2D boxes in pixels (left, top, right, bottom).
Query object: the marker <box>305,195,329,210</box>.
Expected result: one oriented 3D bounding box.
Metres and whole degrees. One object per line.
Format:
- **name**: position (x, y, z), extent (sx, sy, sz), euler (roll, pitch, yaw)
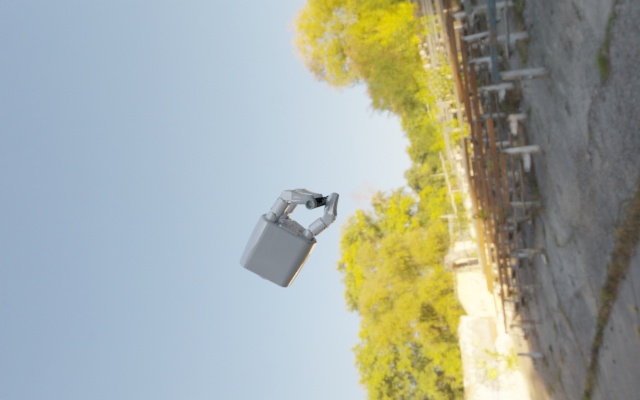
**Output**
- **marker**: position (0.000, 0.003, 0.874), extent (0.020, 0.020, 0.121), euler (0, 4, 18)
